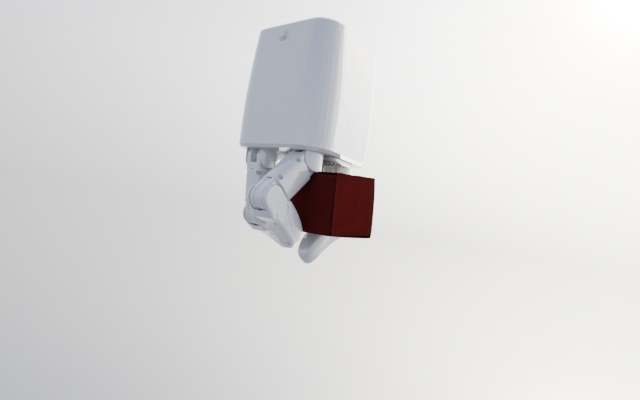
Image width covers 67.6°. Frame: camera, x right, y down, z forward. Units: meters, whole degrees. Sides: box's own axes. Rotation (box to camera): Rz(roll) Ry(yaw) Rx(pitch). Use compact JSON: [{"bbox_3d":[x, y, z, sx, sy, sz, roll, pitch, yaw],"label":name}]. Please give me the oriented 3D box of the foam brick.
[{"bbox_3d":[0.000,0.001,0.407,0.078,0.051,0.053,7,1,42],"label":"foam brick"}]
